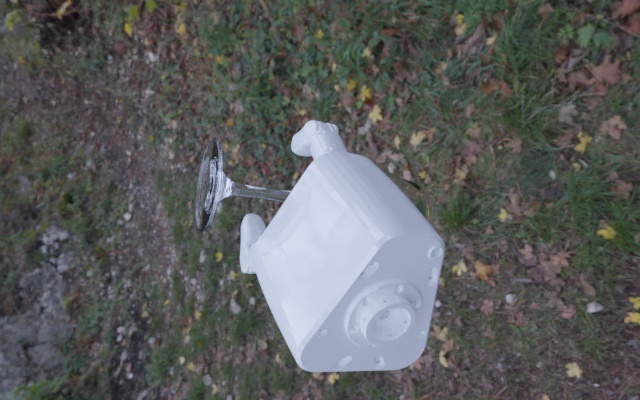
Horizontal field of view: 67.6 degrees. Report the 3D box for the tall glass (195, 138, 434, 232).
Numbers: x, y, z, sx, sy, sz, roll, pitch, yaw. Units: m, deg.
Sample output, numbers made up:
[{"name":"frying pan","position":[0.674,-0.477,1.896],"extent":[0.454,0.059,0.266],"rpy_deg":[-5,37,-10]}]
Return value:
[{"name":"tall glass","position":[-0.001,0.001,0.415],"extent":[0.201,0.079,0.079],"rpy_deg":[8,-4,-26]}]
